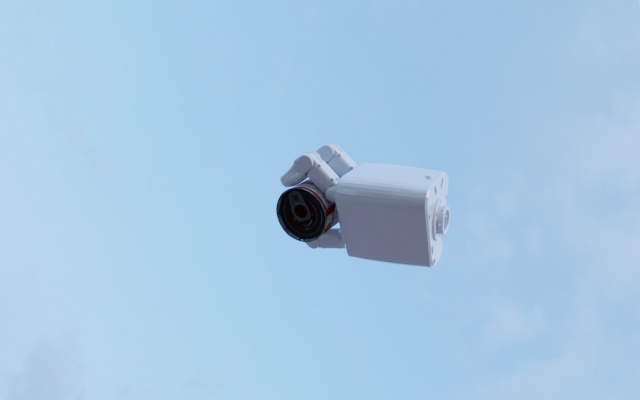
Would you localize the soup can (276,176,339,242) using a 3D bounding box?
[{"bbox_3d":[0.000,0.002,0.601,0.068,0.068,0.102,0,18,30],"label":"soup can"}]
